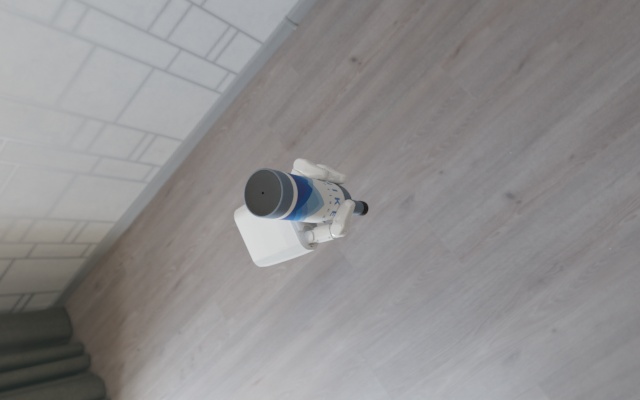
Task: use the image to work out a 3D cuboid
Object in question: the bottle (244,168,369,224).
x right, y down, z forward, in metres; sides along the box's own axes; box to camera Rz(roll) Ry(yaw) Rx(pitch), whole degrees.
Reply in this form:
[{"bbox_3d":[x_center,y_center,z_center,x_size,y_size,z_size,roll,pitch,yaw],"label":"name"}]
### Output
[{"bbox_3d":[0.000,0.002,0.753,0.069,0.069,0.296,0,-5,31],"label":"bottle"}]
